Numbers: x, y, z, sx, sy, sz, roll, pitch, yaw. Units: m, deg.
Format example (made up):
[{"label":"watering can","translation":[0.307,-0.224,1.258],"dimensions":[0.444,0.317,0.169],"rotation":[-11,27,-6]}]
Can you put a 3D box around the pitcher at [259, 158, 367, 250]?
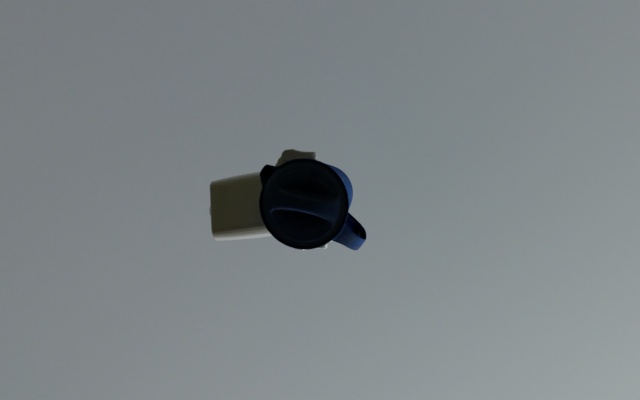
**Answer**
[{"label":"pitcher","translation":[0.000,0.003,0.802],"dimensions":[0.145,0.149,0.243],"rotation":[-8,4,10]}]
